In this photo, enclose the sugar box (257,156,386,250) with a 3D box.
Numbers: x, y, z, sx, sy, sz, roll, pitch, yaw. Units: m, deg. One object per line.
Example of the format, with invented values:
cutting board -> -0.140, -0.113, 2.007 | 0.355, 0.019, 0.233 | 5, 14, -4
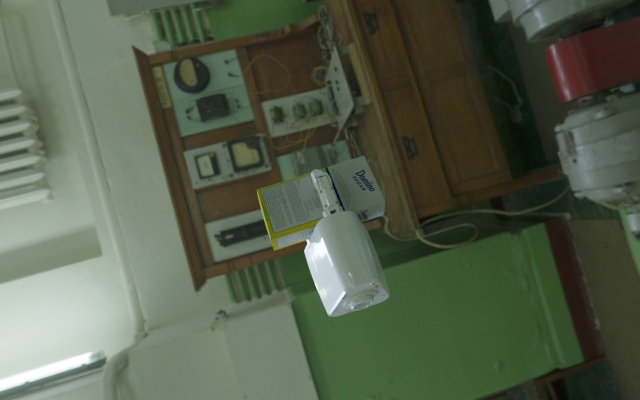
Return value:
sugar box -> 0.000, 0.003, 0.719 | 0.176, 0.093, 0.048 | -16, -30, -8
